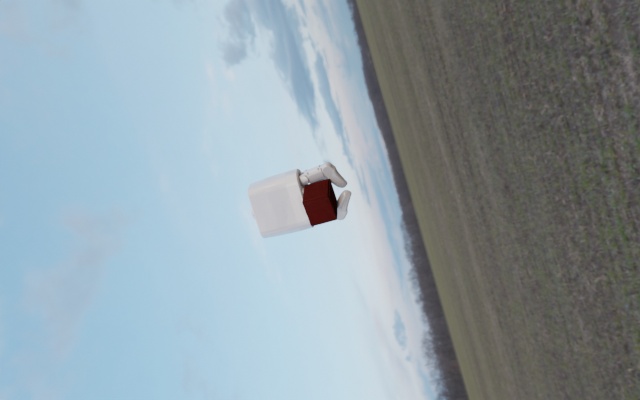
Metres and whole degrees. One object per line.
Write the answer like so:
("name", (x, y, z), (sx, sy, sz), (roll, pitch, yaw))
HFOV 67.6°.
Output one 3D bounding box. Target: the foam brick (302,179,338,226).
("foam brick", (0.000, 0.003, 0.884), (0.051, 0.053, 0.078), (-15, 25, 9))
